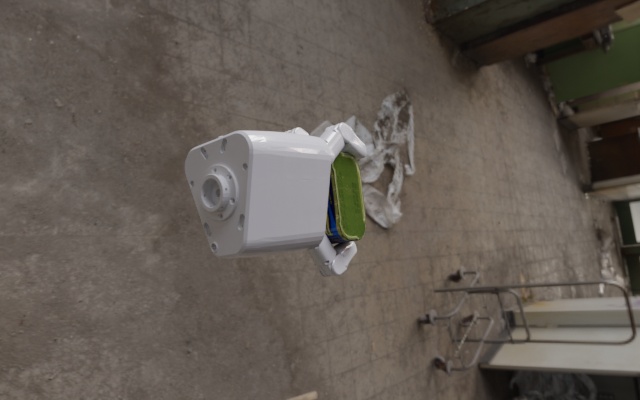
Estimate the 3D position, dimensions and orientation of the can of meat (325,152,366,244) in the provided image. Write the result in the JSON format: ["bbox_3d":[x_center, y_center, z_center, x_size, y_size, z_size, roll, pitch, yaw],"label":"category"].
[{"bbox_3d":[0.000,0.002,0.536,0.084,0.102,0.057,-12,-8,38],"label":"can of meat"}]
